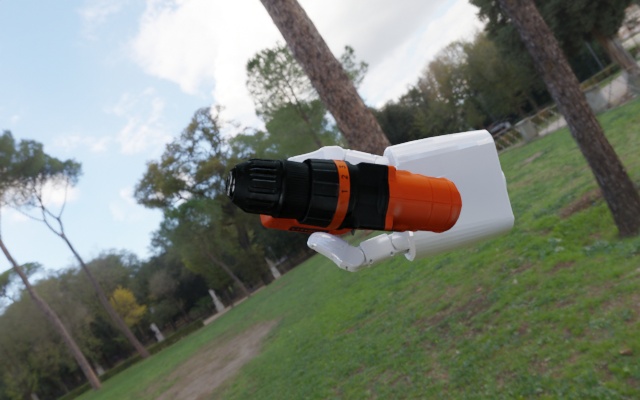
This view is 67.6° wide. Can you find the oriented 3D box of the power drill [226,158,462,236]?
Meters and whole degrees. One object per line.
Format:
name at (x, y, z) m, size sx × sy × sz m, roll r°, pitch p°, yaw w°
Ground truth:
power drill at (0.000, 0.001, 0.425) m, size 0.184 × 0.057 × 0.187 m, roll 7°, pitch -4°, yaw -18°
